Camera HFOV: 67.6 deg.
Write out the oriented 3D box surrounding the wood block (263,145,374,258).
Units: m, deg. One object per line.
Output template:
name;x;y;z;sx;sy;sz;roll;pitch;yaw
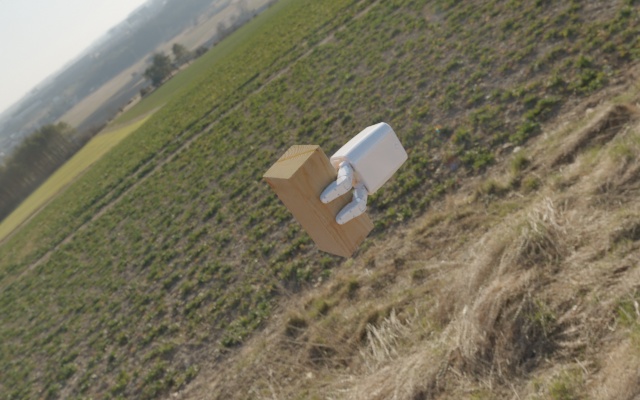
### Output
wood block;0.000;0.003;0.899;0.090;0.206;0.091;-49;31;-22
